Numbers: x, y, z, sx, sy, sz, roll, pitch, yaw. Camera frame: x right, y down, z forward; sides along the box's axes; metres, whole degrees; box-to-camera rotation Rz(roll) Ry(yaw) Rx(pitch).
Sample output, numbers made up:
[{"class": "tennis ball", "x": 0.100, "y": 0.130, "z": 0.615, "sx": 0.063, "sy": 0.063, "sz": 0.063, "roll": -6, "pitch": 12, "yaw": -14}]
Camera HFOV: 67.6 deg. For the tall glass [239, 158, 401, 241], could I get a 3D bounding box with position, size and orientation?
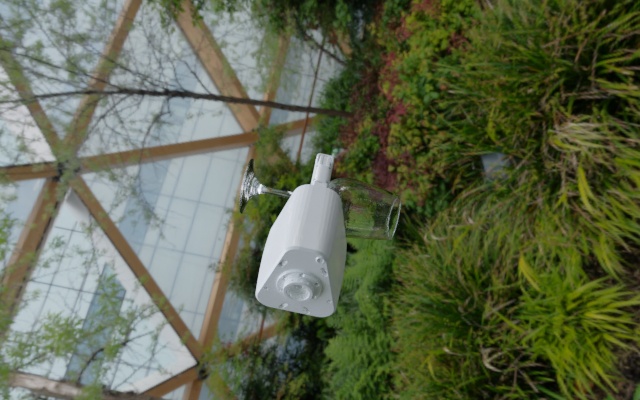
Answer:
[{"class": "tall glass", "x": -0.001, "y": 0.002, "z": 0.627, "sx": 0.201, "sy": 0.079, "sz": 0.079, "roll": 12, "pitch": 0, "yaw": -1}]
